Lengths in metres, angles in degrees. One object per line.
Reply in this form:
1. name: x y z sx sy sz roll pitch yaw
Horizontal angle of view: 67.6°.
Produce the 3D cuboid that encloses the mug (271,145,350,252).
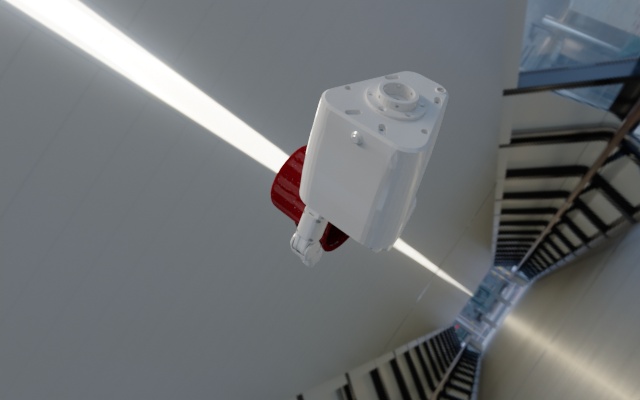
1. mug: 0.000 0.003 0.514 0.081 0.117 0.093 35 48 21
